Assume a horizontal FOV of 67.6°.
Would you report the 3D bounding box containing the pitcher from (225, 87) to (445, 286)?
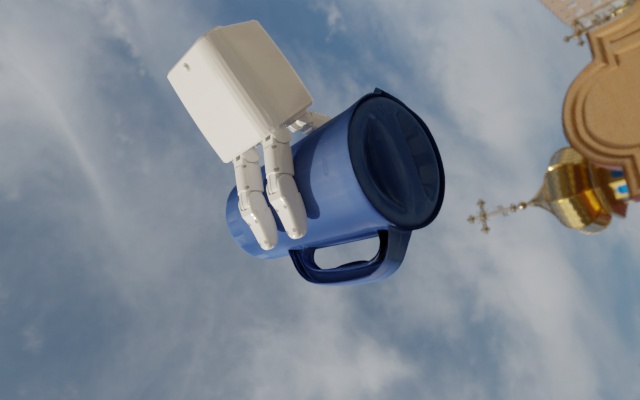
[{"bbox_3d":[0.000,0.001,0.515,0.243,0.145,0.149,-23,17,46],"label":"pitcher"}]
